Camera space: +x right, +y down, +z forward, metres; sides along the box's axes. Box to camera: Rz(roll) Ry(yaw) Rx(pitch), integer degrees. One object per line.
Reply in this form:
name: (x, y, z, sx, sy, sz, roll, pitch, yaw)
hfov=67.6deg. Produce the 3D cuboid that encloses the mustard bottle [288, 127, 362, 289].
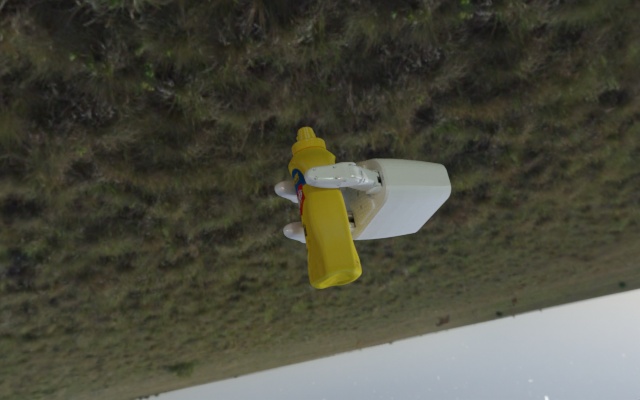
mustard bottle: (0.000, 0.002, 0.562, 0.058, 0.191, 0.096, -9, -17, -7)
